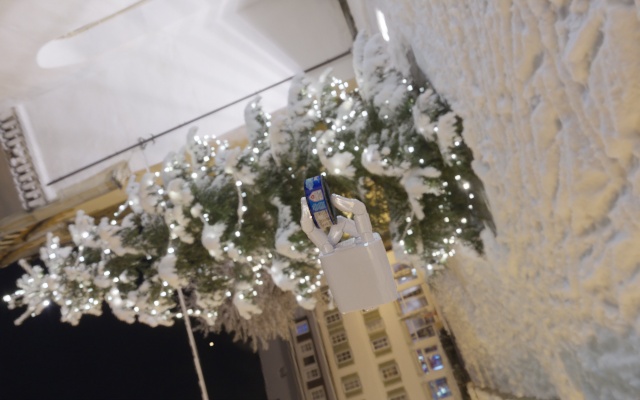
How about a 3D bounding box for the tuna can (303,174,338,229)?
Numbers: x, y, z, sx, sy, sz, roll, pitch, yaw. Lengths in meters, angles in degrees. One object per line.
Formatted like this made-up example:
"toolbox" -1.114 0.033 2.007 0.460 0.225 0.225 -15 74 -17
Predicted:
"tuna can" 0.000 0.003 0.782 0.034 0.086 0.086 -16 -2 7
